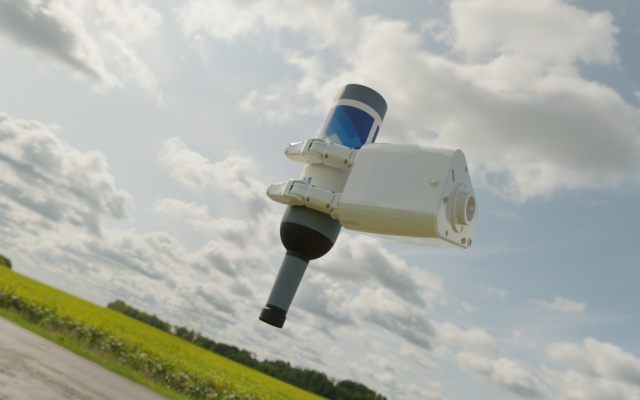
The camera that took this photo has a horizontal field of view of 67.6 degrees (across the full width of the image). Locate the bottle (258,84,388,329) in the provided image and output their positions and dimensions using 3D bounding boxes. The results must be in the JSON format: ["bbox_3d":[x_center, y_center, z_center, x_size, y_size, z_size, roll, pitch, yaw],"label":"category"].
[{"bbox_3d":[0.000,0.002,0.550,0.069,0.295,0.069,20,-20,8],"label":"bottle"}]
